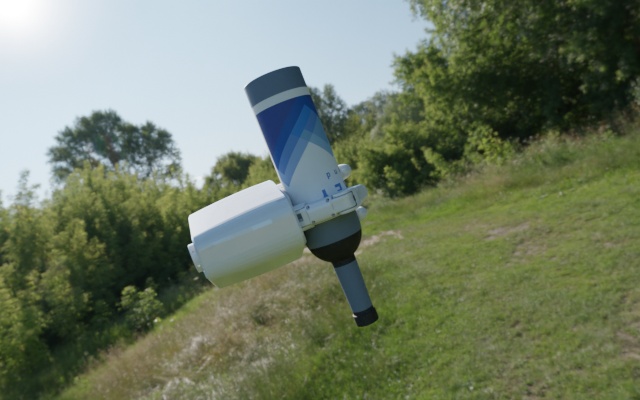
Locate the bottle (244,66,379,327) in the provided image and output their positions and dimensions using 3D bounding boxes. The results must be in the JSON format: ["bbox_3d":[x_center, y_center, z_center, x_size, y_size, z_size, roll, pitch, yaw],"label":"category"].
[{"bbox_3d":[0.000,0.001,0.536,0.069,0.296,0.069,-21,4,1],"label":"bottle"}]
